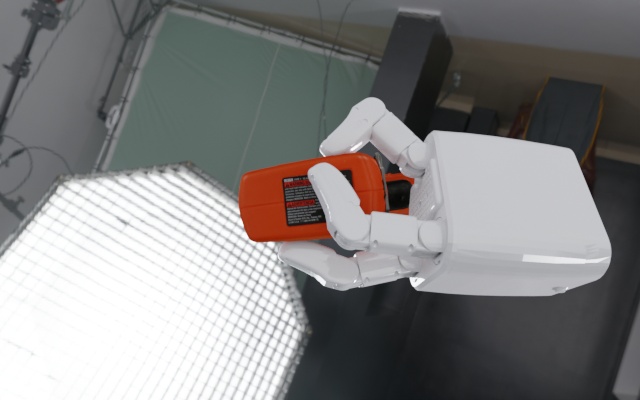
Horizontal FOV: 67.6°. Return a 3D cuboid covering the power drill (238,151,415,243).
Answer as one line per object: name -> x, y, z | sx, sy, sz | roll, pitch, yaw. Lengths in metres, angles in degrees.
power drill -> 0.000, 0.001, 0.421 | 0.184, 0.057, 0.187 | -9, -2, 15
